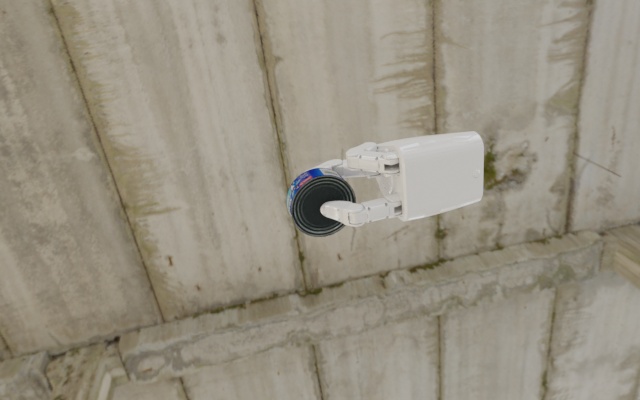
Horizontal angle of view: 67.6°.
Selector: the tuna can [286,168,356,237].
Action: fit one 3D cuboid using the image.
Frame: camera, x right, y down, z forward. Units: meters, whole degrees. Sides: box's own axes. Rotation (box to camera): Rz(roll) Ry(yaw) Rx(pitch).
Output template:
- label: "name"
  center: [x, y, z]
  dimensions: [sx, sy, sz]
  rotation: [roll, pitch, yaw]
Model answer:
- label: "tuna can"
  center: [0.000, 0.002, 0.615]
  dimensions: [0.086, 0.086, 0.033]
  rotation: [0, 24, -18]
